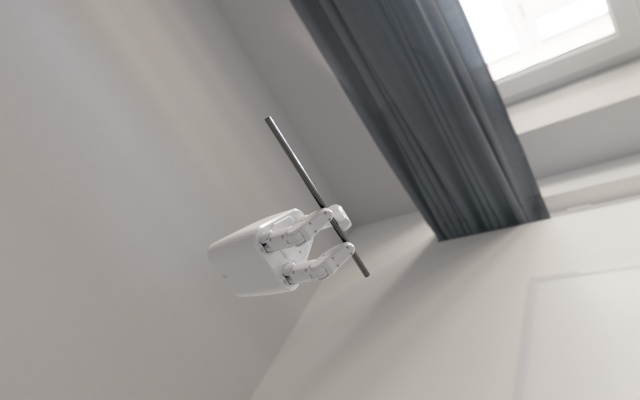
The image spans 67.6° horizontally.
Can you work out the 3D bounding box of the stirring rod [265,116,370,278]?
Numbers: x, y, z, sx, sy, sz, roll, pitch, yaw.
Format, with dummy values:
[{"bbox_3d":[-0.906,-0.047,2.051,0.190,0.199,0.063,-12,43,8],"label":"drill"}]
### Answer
[{"bbox_3d":[0.000,0.002,0.586,0.011,0.239,0.011,-29,19,11],"label":"stirring rod"}]
